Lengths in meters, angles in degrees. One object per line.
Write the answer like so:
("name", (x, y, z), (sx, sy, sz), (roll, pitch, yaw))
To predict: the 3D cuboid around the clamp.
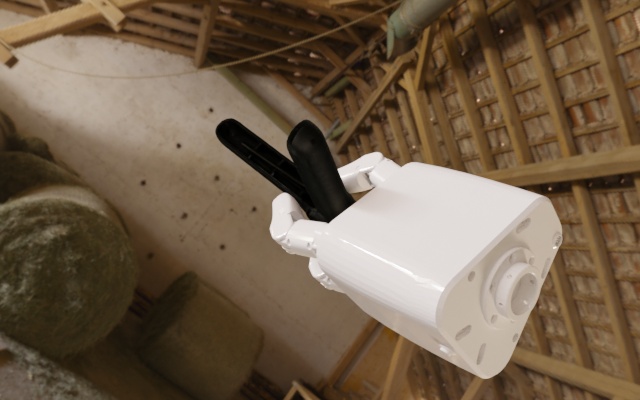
("clamp", (0.001, 0.001, 0.419), (0.164, 0.036, 0.210), (24, -20, 53))
